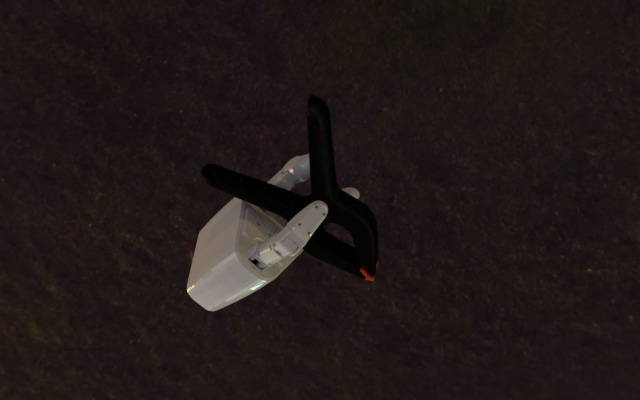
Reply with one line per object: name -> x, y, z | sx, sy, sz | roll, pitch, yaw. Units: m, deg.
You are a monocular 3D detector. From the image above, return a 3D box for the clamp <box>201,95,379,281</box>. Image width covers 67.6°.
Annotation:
clamp -> 0.000, 0.003, 0.483 | 0.164, 0.210, 0.036 | -33, 22, 38
